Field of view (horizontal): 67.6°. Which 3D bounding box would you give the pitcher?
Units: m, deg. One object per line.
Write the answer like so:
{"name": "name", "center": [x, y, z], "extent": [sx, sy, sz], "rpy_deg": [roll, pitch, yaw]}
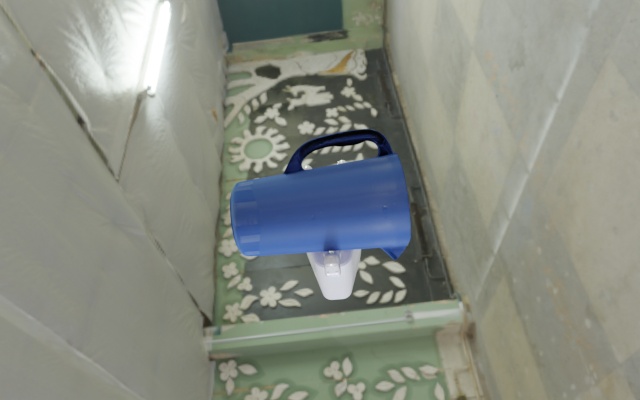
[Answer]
{"name": "pitcher", "center": [0.000, 0.002, 0.679], "extent": [0.243, 0.149, 0.145], "rpy_deg": [-7, -43, 2]}
